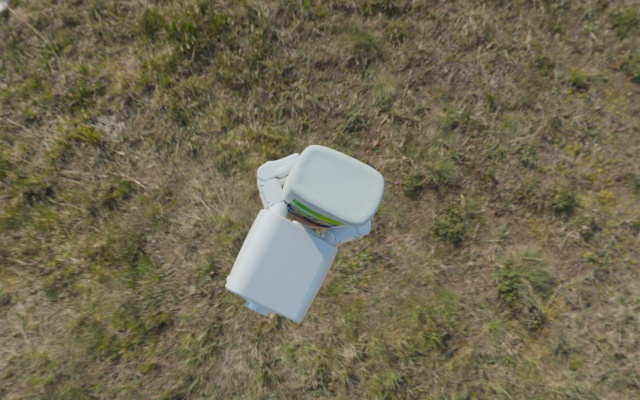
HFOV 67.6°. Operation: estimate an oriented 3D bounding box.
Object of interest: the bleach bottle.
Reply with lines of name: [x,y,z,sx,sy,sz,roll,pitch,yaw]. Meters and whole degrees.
bleach bottle: [0.000,0.002,0.616,0.102,0.068,0.251,26,-12,-3]
